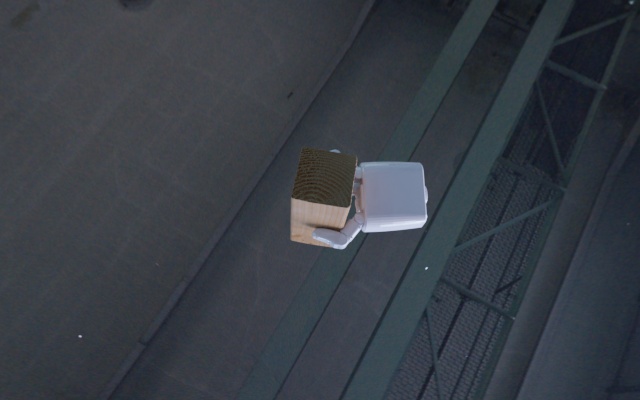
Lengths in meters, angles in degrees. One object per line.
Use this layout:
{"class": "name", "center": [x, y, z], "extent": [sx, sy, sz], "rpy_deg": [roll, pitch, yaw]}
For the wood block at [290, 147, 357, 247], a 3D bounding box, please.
{"class": "wood block", "center": [0.000, 0.003, 0.809], "extent": [0.090, 0.090, 0.206], "rpy_deg": [10, -23, 0]}
